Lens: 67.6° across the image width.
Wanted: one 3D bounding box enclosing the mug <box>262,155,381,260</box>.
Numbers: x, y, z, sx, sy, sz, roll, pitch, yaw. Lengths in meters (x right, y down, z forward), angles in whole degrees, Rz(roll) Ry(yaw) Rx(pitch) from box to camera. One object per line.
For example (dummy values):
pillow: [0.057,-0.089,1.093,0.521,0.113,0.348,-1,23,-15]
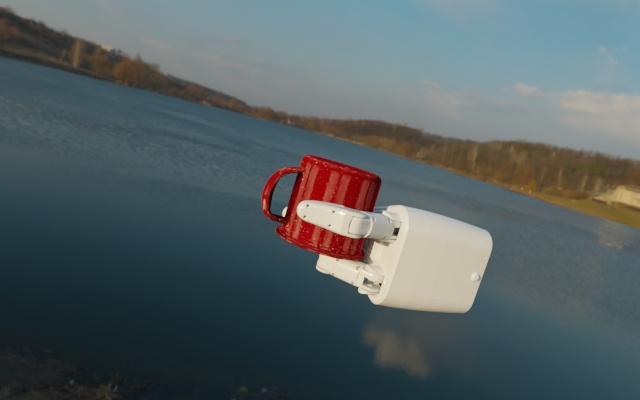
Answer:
mug: [-0.001,0.001,0.465,0.117,0.081,0.093,14,8,-22]
